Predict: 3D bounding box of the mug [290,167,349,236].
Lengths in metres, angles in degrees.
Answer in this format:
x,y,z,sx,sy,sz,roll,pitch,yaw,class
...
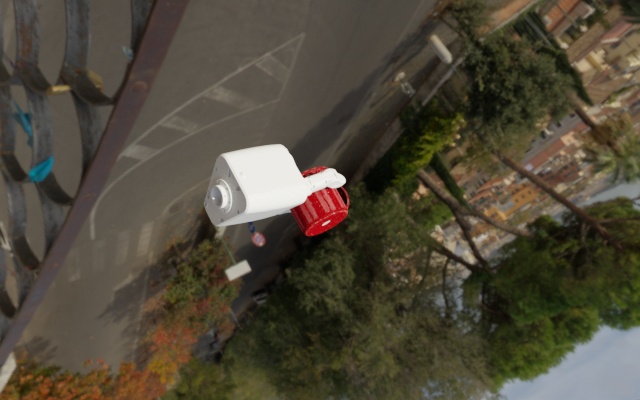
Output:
x,y,z,sx,sy,sz,roll,pitch,yaw,class
0.001,0.003,0.785,0.117,0.081,0.093,-13,-24,-43,mug
